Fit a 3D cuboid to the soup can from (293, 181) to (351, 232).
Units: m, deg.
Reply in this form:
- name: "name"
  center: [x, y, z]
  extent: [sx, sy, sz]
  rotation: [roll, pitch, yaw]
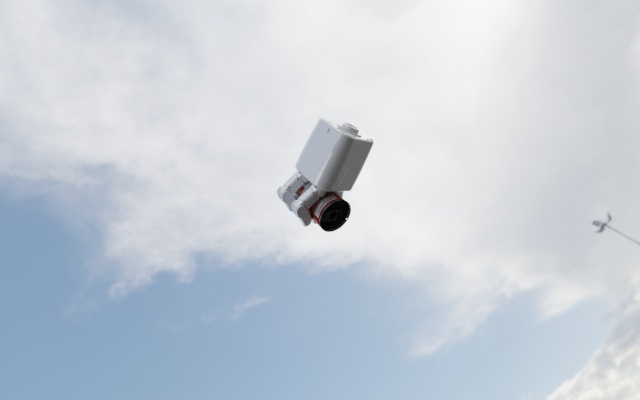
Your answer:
- name: "soup can"
  center: [0.000, 0.003, 0.890]
  extent: [0.068, 0.068, 0.102]
  rotation: [0, 30, -39]
